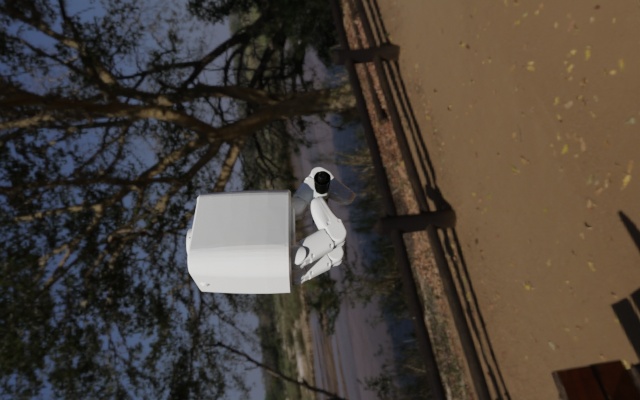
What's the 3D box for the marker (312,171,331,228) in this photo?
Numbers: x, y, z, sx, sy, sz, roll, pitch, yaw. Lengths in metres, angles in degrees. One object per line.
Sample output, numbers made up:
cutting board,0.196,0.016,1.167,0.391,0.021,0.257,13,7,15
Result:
marker,0.000,0.002,0.561,0.020,0.020,0.121,0,-28,-2
